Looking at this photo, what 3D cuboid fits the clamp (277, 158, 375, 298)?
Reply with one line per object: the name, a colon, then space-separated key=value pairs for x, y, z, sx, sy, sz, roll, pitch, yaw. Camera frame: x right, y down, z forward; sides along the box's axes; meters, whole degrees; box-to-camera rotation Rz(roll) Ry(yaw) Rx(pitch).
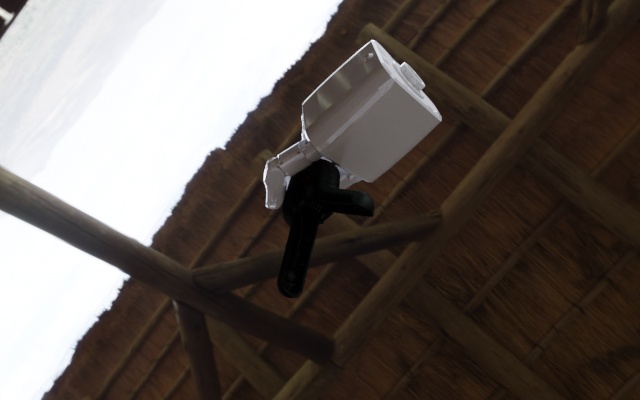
clamp: x=0.000 y=0.002 z=0.469 sx=0.120 sy=0.171 sz=0.039 roll=-39 pitch=-58 yaw=23
